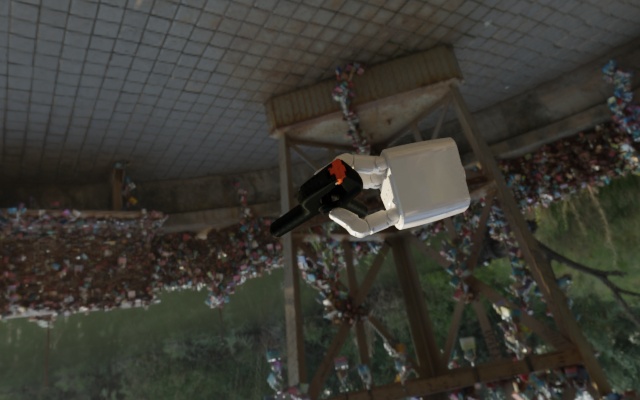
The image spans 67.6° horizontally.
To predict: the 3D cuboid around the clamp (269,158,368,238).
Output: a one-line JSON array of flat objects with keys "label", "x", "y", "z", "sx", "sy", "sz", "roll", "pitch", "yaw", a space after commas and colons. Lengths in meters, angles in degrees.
[{"label": "clamp", "x": 0.001, "y": 0.003, "z": 0.694, "sx": 0.164, "sy": 0.036, "sz": 0.210, "roll": -16, "pitch": -19, "yaw": -7}]
